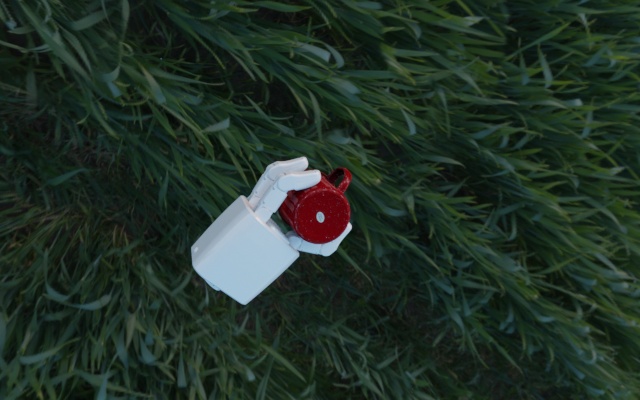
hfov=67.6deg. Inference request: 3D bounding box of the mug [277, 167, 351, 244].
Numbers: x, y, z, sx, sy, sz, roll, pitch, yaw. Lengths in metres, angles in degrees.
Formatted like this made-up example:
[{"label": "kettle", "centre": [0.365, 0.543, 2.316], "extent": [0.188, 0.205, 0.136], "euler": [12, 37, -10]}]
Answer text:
[{"label": "mug", "centre": [0.001, 0.001, 0.667], "extent": [0.093, 0.117, 0.081], "euler": [44, 0, -24]}]
